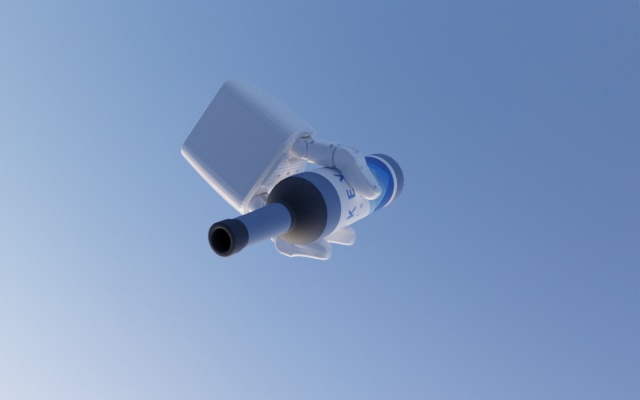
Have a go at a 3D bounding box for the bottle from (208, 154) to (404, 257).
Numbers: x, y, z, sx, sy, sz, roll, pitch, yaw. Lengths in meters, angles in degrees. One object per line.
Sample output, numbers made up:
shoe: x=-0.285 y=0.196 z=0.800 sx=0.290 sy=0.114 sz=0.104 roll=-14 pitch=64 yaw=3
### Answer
bottle: x=0.000 y=0.002 z=0.478 sx=0.069 sy=0.069 sz=0.295 roll=0 pitch=11 yaw=31
